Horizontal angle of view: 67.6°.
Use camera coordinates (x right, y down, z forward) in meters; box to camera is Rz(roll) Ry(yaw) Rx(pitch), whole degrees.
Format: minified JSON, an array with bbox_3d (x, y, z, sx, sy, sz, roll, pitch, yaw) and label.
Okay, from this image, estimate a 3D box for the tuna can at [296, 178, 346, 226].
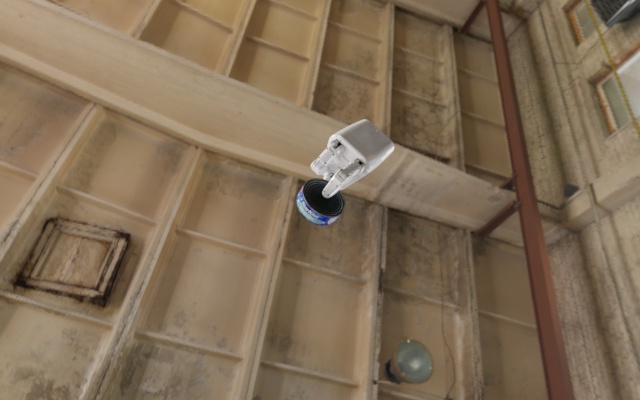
[{"bbox_3d":[0.000,0.003,0.868,0.086,0.086,0.034,0,-35,-32],"label":"tuna can"}]
